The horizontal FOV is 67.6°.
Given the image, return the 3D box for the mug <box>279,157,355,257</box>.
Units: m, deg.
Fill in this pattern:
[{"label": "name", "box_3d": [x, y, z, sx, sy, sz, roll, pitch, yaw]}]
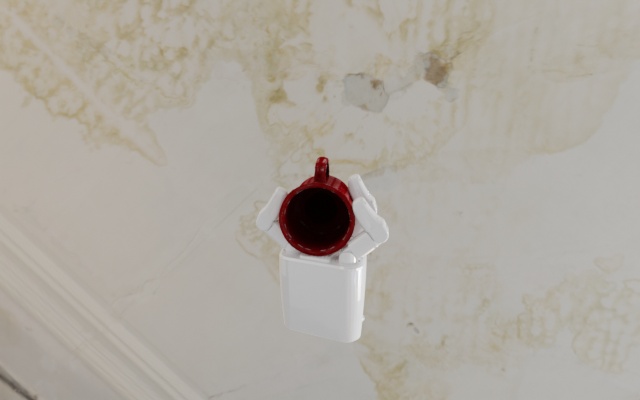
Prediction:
[{"label": "mug", "box_3d": [0.000, 0.001, 0.609, 0.093, 0.117, 0.081, 2, 16, 7]}]
